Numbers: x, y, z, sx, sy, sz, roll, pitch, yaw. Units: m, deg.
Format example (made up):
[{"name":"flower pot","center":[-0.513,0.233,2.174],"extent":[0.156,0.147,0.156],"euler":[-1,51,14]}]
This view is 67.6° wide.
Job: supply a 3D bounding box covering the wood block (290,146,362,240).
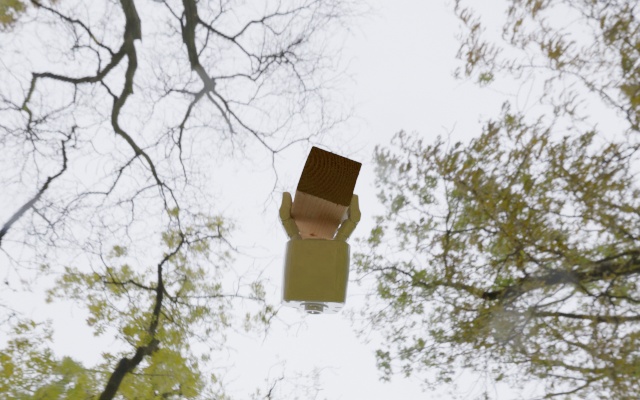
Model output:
[{"name":"wood block","center":[0.000,0.003,0.855],"extent":[0.091,0.090,0.206],"euler":[19,-27,-1]}]
